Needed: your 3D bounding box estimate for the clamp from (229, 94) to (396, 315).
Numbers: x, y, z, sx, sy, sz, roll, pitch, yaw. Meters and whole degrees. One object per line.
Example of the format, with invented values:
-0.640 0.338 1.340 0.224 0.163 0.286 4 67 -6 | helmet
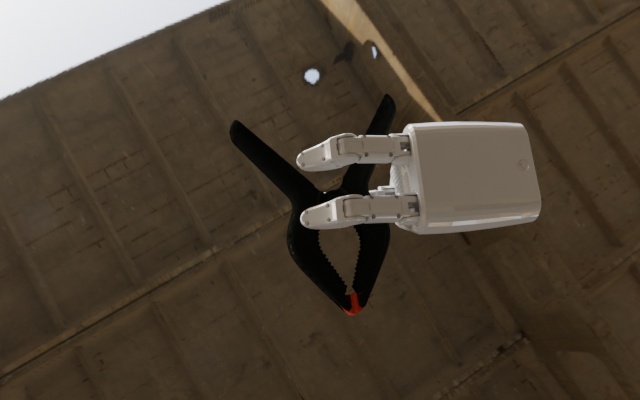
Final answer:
0.000 0.002 0.447 0.164 0.210 0.036 -4 -15 -1 | clamp
